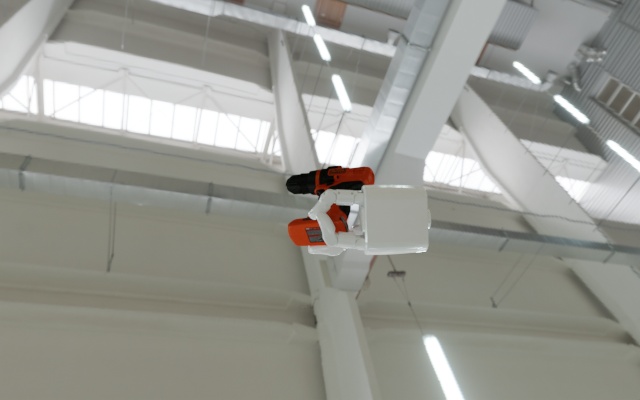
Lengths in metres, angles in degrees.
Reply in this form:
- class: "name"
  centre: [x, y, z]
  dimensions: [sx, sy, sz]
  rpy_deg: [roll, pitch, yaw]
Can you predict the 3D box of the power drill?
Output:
- class: "power drill"
  centre: [0.000, 0.003, 0.898]
  dimensions: [0.184, 0.057, 0.187]
  rpy_deg: [-6, 38, 22]
